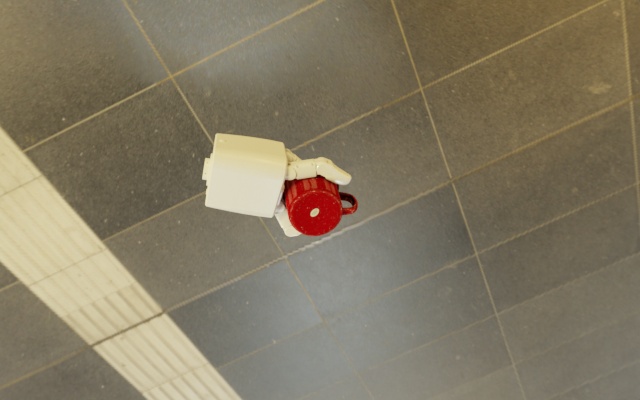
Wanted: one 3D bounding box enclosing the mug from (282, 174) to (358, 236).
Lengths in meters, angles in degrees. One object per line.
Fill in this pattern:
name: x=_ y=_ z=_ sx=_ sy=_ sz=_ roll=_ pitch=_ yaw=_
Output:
mug: x=0.002 y=0.003 z=0.730 sx=0.117 sy=0.093 sz=0.081 roll=8 pitch=28 yaw=-12
